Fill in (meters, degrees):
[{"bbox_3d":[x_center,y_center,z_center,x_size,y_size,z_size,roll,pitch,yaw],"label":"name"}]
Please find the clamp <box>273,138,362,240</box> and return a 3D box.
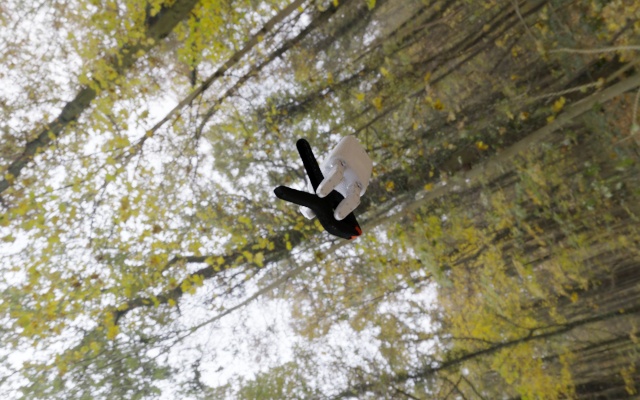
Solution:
[{"bbox_3d":[0.000,0.003,0.873,0.036,0.210,0.164,-27,20,34],"label":"clamp"}]
